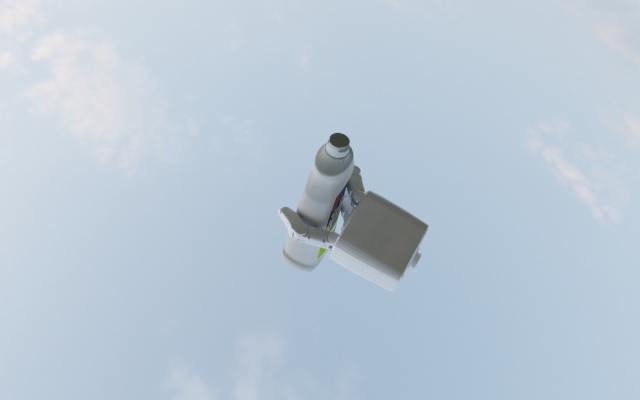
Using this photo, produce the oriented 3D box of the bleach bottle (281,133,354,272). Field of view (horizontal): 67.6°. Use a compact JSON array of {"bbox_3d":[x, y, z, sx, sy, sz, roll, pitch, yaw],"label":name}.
[{"bbox_3d":[0.000,0.002,0.719,0.068,0.102,0.251,28,-38,10],"label":"bleach bottle"}]
